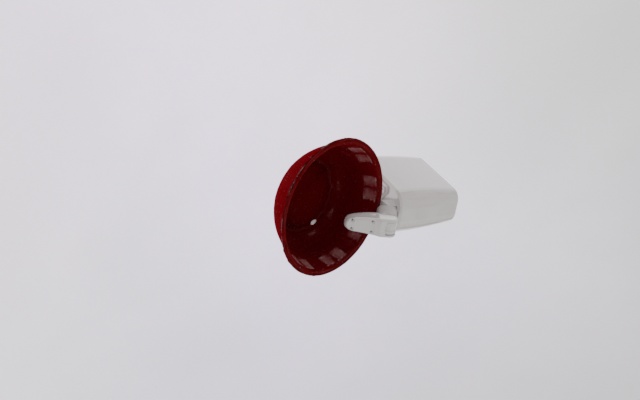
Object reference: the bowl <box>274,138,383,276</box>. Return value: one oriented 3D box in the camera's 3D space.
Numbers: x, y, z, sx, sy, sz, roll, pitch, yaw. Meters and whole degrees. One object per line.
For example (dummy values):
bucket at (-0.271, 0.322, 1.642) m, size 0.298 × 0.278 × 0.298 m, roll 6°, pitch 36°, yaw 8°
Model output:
bowl at (-0.001, 0.002, 0.545) m, size 0.055 × 0.162 × 0.162 m, roll 24°, pitch 16°, yaw 39°
